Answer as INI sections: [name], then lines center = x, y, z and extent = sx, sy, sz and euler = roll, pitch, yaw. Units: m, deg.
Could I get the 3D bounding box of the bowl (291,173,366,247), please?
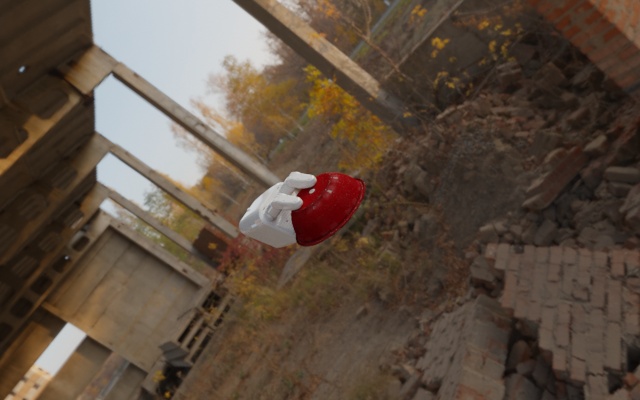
[bowl]
center = 0.001, 0.002, 0.842
extent = 0.055, 0.162, 0.162
euler = 46, -22, -22
